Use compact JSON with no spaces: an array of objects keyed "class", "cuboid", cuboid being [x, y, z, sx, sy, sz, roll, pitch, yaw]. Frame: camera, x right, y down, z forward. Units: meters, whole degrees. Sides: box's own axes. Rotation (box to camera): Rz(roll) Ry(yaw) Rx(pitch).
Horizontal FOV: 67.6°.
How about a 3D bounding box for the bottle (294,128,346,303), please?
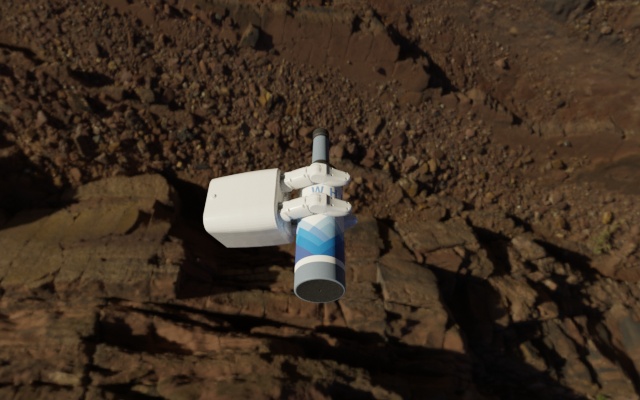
[{"class":"bottle","cuboid":[0.000,0.003,0.704,0.069,0.295,0.069,0,-39,0]}]
